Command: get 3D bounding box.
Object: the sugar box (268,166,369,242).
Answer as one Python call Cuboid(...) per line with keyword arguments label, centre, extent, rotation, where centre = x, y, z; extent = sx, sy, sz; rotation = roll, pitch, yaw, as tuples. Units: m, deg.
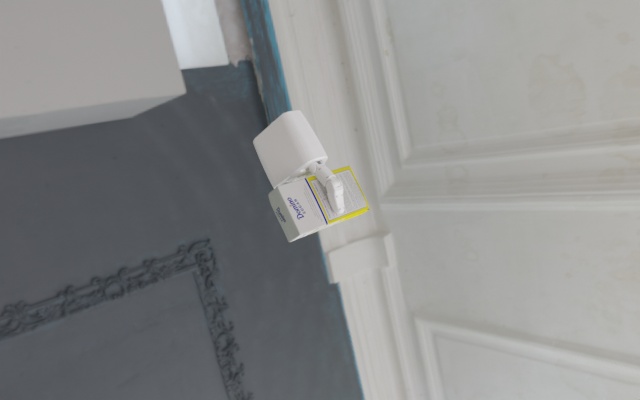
Cuboid(label="sugar box", centre=(0.000, 0.003, 0.849), extent=(0.176, 0.093, 0.048), rotation=(-18, -11, -38))
